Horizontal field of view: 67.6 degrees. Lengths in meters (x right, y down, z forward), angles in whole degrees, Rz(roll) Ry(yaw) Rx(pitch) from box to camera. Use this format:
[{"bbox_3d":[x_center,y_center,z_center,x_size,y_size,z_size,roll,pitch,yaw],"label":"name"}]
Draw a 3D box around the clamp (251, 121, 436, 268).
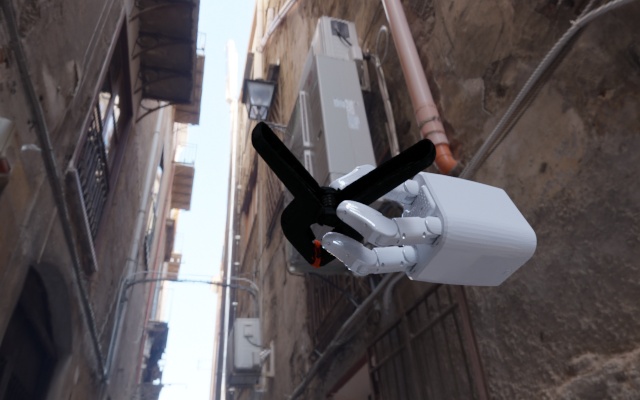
[{"bbox_3d":[0.000,0.001,0.486,0.164,0.036,0.210,10,-40,-11],"label":"clamp"}]
